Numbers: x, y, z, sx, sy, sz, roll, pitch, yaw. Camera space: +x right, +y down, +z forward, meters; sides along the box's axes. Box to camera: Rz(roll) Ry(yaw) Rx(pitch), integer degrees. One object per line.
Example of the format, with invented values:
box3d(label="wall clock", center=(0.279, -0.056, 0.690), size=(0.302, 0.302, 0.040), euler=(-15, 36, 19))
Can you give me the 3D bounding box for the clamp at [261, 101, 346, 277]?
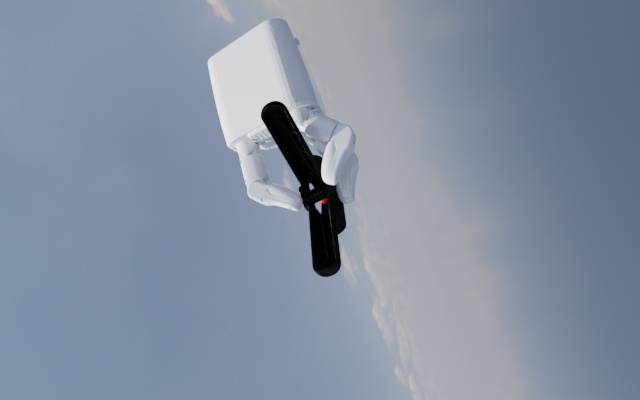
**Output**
box3d(label="clamp", center=(-0.001, 0.002, 0.507), size=(0.036, 0.164, 0.210), euler=(-19, -13, 9))
